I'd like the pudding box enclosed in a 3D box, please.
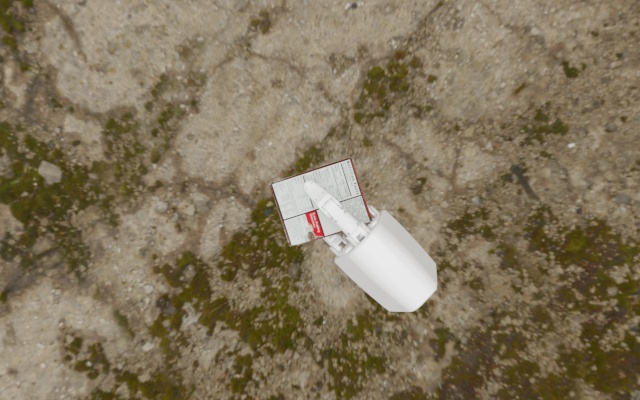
[{"bbox_3d":[0.000,0.002,0.621,0.113,0.090,0.039,-18,2,-1],"label":"pudding box"}]
